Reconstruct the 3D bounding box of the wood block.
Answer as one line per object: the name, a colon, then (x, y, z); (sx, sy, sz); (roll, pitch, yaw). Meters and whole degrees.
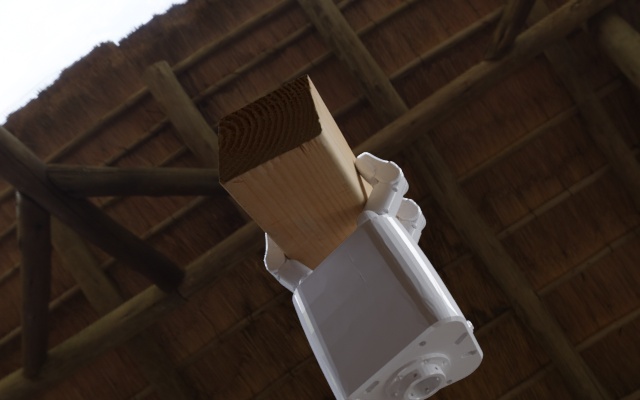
wood block: (0.000, 0.002, 0.449); (0.091, 0.090, 0.206); (-25, -46, 11)
